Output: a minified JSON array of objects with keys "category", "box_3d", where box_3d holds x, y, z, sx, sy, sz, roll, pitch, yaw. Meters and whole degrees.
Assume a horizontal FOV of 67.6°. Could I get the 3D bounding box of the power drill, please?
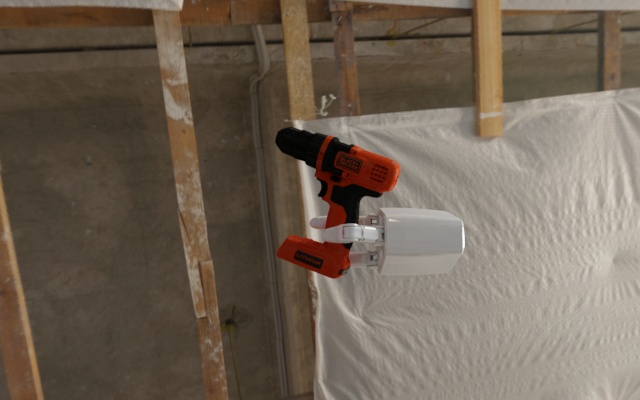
[{"category":"power drill","box_3d":[0.000,0.003,0.678,0.184,0.188,0.057,21,11,15]}]
